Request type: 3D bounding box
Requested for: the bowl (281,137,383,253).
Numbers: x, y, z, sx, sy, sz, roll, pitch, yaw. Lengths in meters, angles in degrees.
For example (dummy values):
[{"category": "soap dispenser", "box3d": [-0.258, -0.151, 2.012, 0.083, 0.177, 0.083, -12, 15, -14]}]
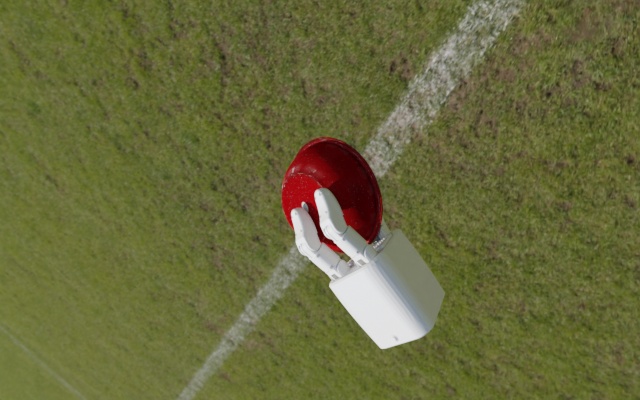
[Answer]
[{"category": "bowl", "box3d": [-0.001, 0.001, 0.620, 0.162, 0.162, 0.055, 0, 17, 45]}]
